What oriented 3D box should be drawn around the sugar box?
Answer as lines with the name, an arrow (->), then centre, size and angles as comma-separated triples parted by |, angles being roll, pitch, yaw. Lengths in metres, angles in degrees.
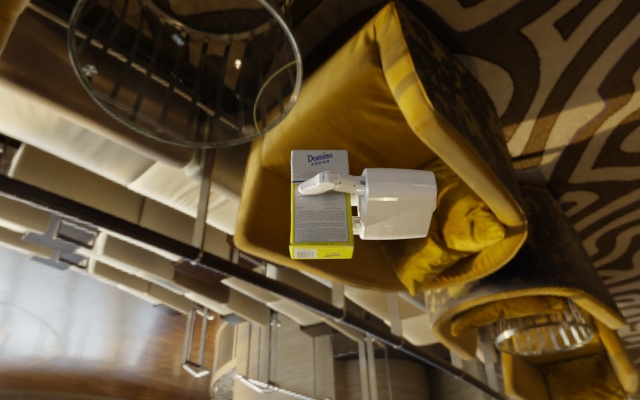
sugar box -> 0.000, 0.003, 0.738 | 0.093, 0.176, 0.048 | 0, -35, -2
